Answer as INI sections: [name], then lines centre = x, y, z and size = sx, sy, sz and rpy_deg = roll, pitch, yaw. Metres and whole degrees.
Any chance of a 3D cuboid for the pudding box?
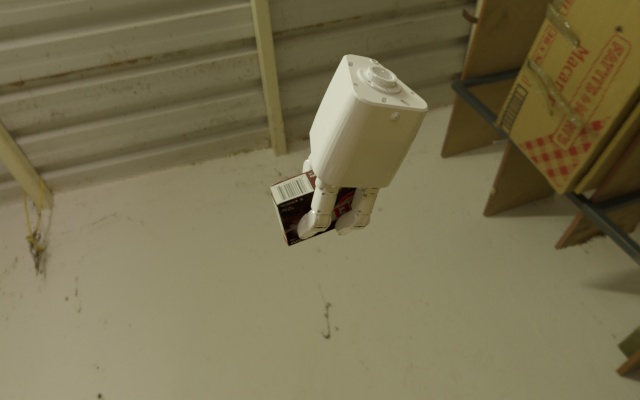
[pudding box]
centre = 0.000, 0.002, 0.595
size = 0.113, 0.039, 0.090
rpy_deg = -19, -39, -7
